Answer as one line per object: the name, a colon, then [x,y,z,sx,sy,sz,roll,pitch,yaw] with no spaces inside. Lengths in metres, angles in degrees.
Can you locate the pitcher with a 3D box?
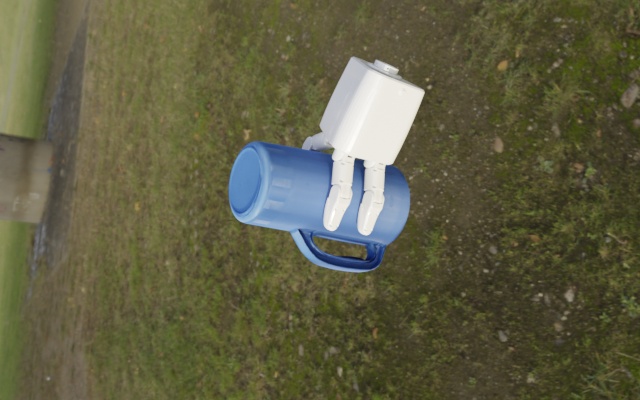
pitcher: [0.000,0.002,0.677,0.243,0.145,0.149,10,26,-35]
